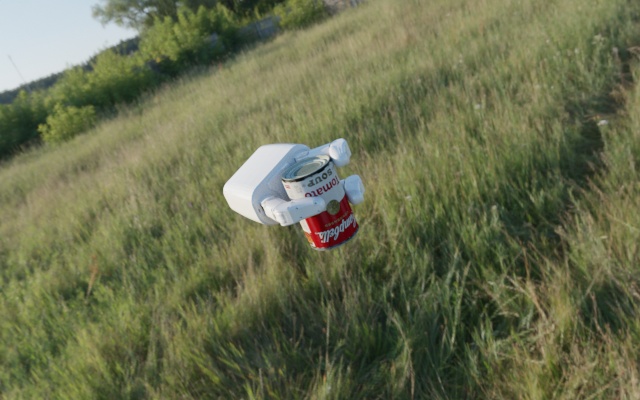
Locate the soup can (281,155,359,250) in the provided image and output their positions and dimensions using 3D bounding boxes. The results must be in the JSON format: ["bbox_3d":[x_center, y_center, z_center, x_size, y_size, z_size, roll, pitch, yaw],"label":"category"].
[{"bbox_3d":[0.000,0.002,0.601,0.068,0.102,0.068,-20,22,8],"label":"soup can"}]
